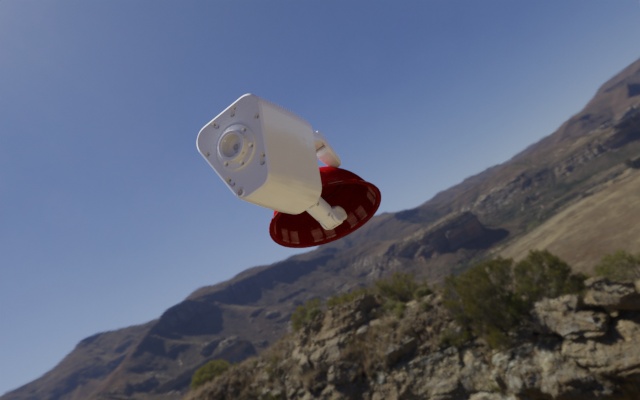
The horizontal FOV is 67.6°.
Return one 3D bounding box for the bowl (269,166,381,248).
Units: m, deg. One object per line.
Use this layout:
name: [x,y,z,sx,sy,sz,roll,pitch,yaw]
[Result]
bowl: [0.000,0.002,0.664,0.162,0.055,0.162,-16,-31,-10]
